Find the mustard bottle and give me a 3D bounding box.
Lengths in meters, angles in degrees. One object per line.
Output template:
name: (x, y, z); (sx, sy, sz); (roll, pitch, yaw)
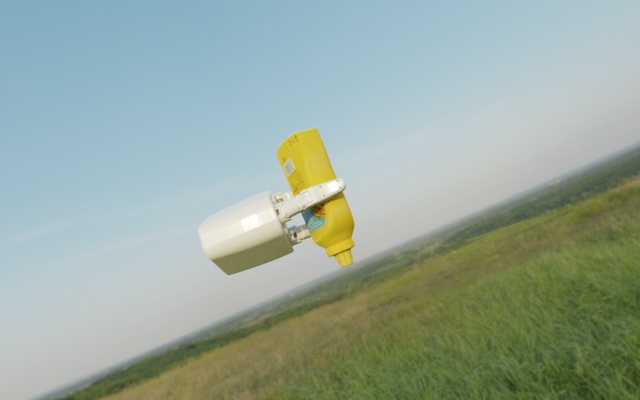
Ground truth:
mustard bottle: (0.000, 0.002, 0.668); (0.058, 0.191, 0.096); (-18, -9, -27)
